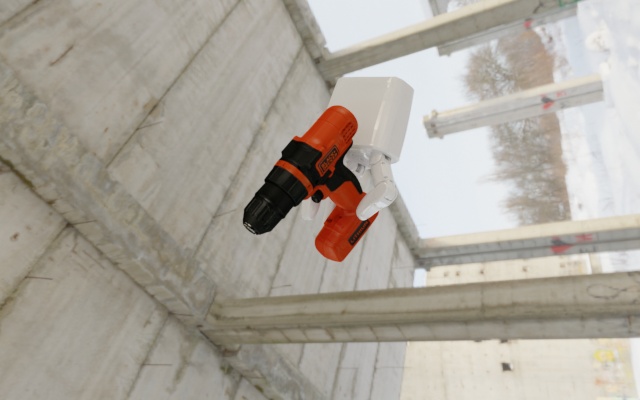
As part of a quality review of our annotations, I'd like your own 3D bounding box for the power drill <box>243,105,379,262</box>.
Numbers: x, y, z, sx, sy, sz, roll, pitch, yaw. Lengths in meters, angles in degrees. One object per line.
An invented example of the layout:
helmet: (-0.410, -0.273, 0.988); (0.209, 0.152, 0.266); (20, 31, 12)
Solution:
power drill: (0.000, 0.002, 0.599); (0.057, 0.184, 0.188); (30, -18, 35)
